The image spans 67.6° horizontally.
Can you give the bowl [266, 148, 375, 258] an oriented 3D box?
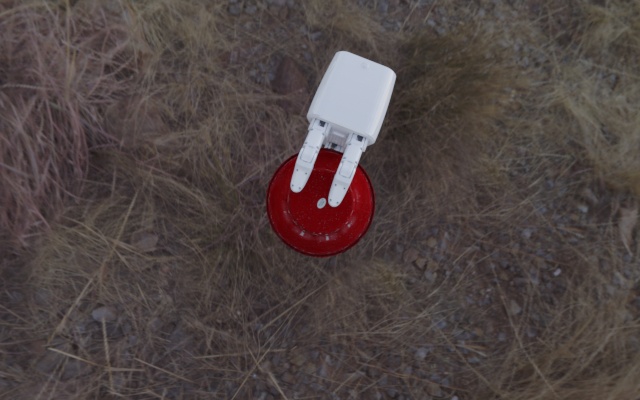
[{"bbox_3d":[0.000,0.004,0.677,0.162,0.162,0.055,0,-1,0],"label":"bowl"}]
